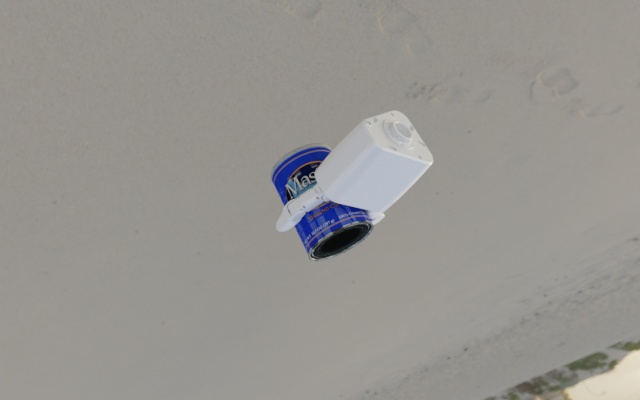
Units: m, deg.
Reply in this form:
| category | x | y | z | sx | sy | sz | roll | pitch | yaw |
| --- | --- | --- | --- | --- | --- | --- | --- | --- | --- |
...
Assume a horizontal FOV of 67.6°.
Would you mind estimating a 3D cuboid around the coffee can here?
| category | x | y | z | sx | sy | sz | roll | pitch | yaw |
| --- | --- | --- | --- | --- | --- | --- | --- | --- | --- |
| coffee can | 0.000 | 0.002 | 0.699 | 0.103 | 0.140 | 0.103 | -23 | -23 | -11 |
